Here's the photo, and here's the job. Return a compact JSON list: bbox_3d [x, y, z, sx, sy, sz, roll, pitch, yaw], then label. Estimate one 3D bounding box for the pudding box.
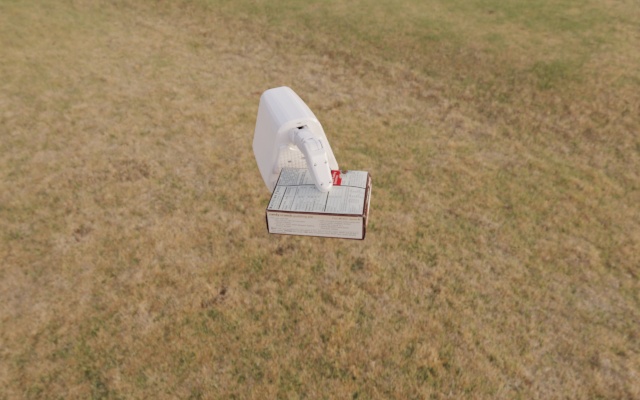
[{"bbox_3d":[0.000,0.002,0.554,0.113,0.039,0.090,2,38,9],"label":"pudding box"}]
